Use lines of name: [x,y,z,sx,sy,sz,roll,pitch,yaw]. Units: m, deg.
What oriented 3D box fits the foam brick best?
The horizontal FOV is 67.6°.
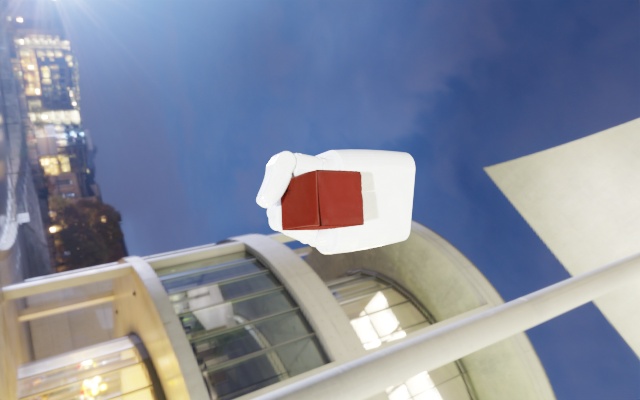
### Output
foam brick: [0.000,0.002,0.468,0.051,0.053,0.078,1,-6,-30]
